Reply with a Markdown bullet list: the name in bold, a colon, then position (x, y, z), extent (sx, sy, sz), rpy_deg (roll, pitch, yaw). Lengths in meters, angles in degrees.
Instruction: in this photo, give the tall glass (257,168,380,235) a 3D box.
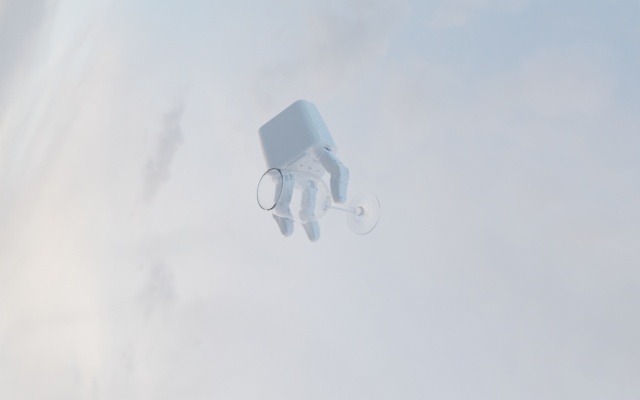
- **tall glass**: position (0.001, 0.003, 0.741), extent (0.201, 0.079, 0.079), rpy_deg (14, -10, -42)
